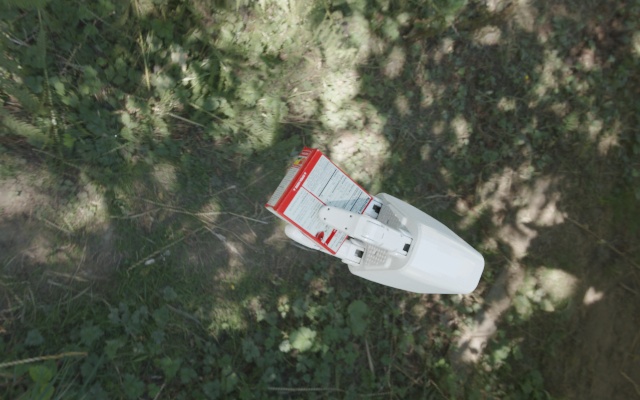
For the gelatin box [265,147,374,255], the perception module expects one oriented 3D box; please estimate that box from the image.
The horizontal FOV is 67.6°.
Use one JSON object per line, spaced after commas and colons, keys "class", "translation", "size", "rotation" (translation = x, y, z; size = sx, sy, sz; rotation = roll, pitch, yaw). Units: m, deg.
{"class": "gelatin box", "translation": [0.000, 0.001, 0.479], "size": [0.089, 0.073, 0.030], "rotation": [39, -10, -31]}
